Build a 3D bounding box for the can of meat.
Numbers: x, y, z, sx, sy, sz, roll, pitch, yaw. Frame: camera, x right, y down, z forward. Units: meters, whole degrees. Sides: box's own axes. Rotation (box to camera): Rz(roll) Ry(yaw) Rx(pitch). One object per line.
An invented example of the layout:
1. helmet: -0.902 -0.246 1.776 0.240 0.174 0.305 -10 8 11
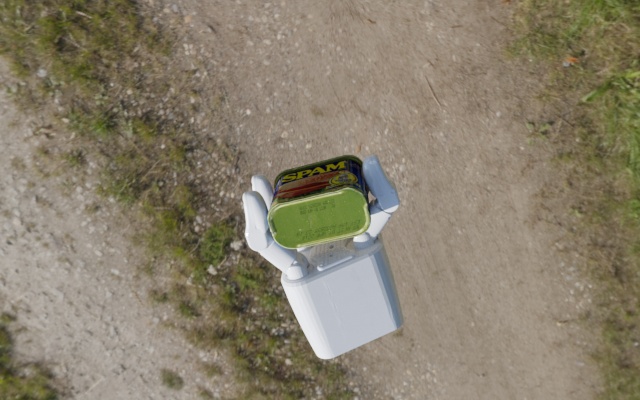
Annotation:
1. can of meat: 0.000 0.002 0.483 0.102 0.057 0.084 -13 23 8
